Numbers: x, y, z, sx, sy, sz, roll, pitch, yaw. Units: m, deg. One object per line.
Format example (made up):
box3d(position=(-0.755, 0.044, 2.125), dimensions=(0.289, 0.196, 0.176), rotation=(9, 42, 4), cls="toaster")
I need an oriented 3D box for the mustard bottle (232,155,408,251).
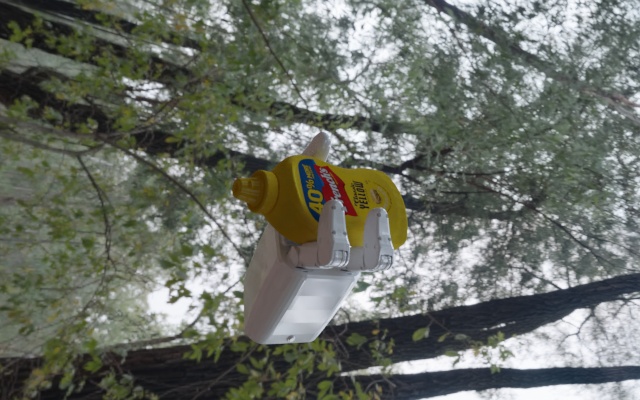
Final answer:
box3d(position=(0.000, 0.001, 0.486), dimensions=(0.191, 0.096, 0.058), rotation=(9, -34, -35), cls="mustard bottle")
